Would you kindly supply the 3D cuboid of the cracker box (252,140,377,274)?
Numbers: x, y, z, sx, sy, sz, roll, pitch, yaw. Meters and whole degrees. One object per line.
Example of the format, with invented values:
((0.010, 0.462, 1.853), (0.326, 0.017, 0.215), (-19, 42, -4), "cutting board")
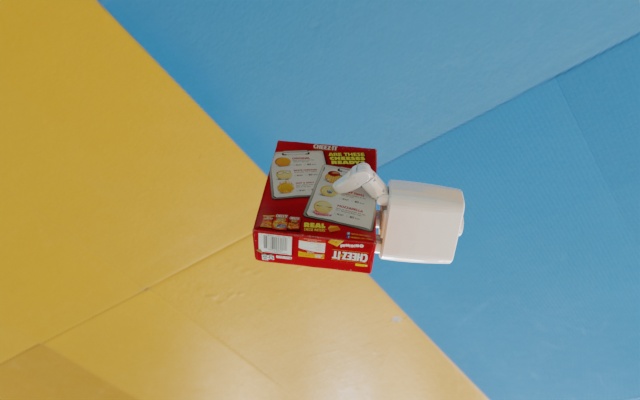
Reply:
((0.000, 0.002, 0.713), (0.164, 0.072, 0.213), (6, 41, 2), "cracker box")
